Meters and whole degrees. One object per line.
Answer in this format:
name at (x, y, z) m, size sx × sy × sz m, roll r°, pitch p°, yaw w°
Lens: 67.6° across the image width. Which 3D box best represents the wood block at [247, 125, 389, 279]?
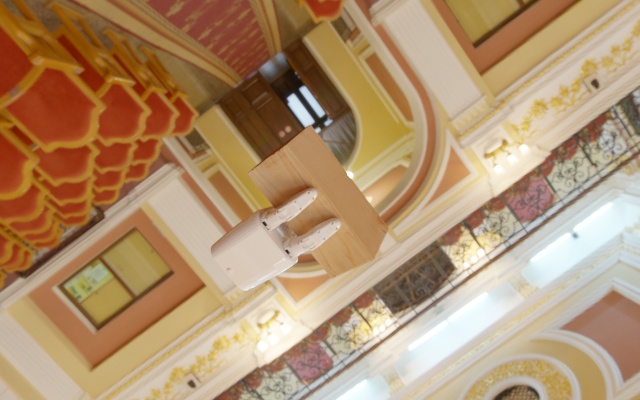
wood block at (0.000, 0.003, 0.726) m, size 0.090 × 0.206 × 0.090 m, roll -31°, pitch 12°, yaw 34°
